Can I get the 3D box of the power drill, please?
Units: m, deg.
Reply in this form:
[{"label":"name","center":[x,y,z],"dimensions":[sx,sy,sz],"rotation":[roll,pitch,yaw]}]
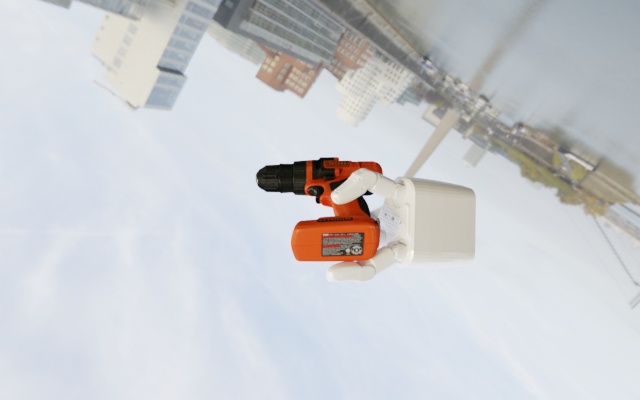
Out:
[{"label":"power drill","center":[0.000,0.002,0.633],"dimensions":[0.184,0.057,0.187],"rotation":[-2,34,0]}]
